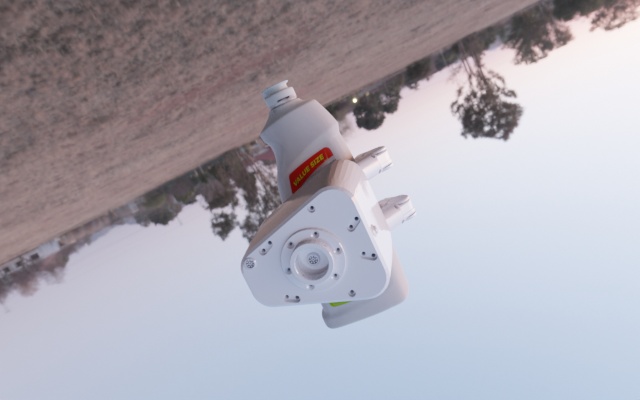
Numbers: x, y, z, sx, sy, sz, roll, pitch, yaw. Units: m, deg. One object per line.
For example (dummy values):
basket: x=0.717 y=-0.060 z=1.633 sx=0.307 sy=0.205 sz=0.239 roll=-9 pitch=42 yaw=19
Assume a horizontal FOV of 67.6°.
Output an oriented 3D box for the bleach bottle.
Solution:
bleach bottle: x=0.000 y=0.002 z=0.496 sx=0.102 sy=0.251 sz=0.068 roll=-24 pitch=10 yaw=12
